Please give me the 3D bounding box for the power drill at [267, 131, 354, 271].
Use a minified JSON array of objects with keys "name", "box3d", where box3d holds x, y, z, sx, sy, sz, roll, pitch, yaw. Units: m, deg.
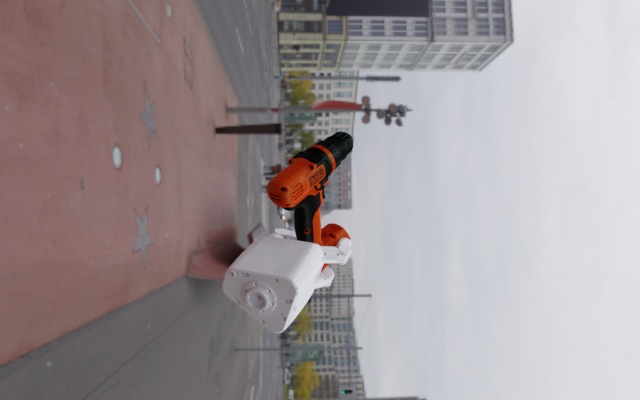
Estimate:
[{"name":"power drill","box3d":[0.000,0.003,0.753,0.057,0.188,0.184,17,42,36]}]
